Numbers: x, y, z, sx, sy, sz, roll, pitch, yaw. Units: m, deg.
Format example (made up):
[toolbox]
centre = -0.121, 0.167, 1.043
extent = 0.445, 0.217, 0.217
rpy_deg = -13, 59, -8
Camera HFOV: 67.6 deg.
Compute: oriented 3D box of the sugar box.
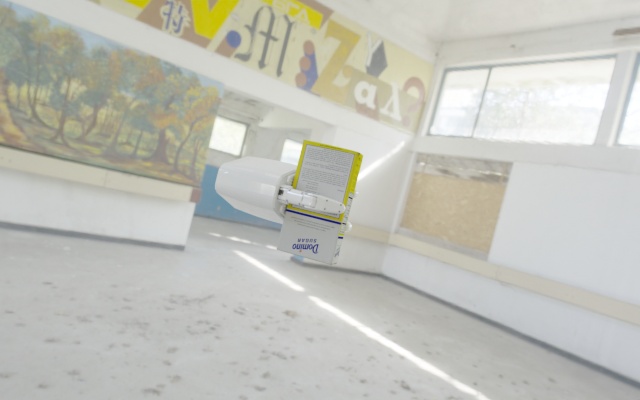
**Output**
[sugar box]
centre = 0.000, 0.002, 0.739
extent = 0.093, 0.176, 0.048
rpy_deg = 14, 1, 17
